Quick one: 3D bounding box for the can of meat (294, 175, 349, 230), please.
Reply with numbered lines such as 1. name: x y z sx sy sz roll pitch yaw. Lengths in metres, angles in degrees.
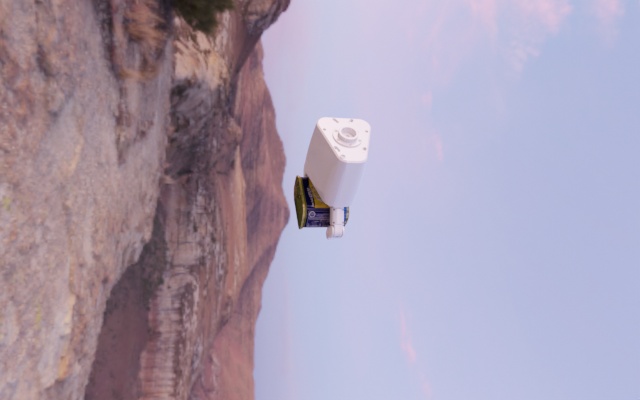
1. can of meat: 0.000 0.003 0.860 0.084 0.102 0.057 1 -45 -13
